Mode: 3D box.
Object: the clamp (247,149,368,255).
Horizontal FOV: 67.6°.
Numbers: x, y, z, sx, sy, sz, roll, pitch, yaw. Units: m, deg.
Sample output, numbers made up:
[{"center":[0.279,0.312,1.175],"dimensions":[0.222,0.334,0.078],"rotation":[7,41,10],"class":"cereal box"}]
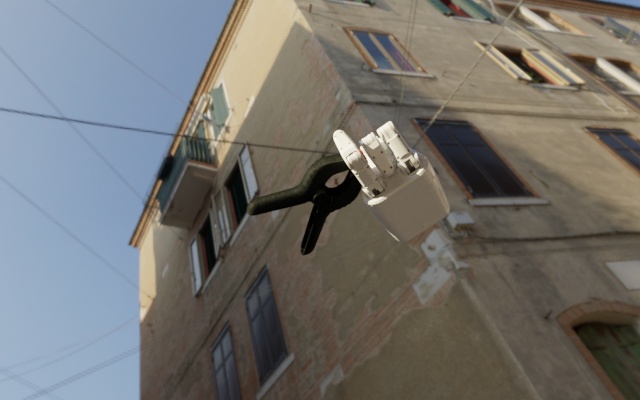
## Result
[{"center":[0.000,0.002,0.650],"dimensions":[0.171,0.039,0.120],"rotation":[-32,-51,10],"class":"clamp"}]
